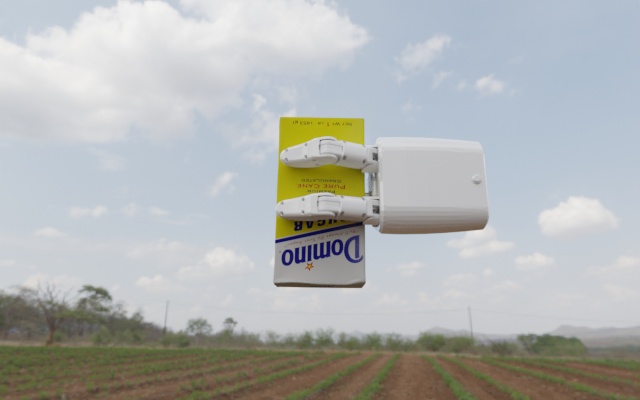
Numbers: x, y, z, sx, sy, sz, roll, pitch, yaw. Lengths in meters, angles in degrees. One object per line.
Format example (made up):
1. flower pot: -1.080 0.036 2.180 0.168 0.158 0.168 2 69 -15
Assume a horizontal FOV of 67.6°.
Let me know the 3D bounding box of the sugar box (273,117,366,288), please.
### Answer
1. sugar box: 0.000 0.001 0.499 0.093 0.176 0.048 0 -16 0
